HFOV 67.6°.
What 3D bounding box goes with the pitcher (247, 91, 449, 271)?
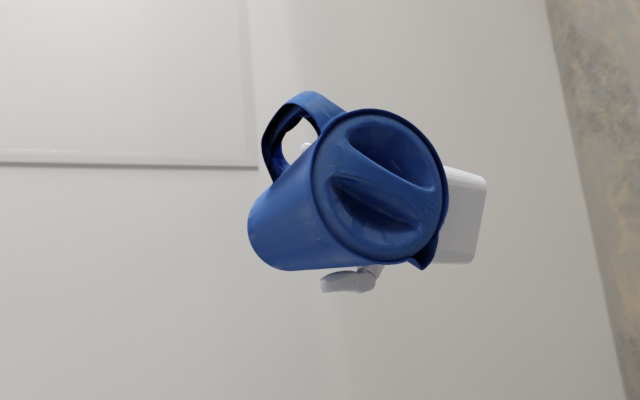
[{"bbox_3d":[0.000,0.002,0.493,0.145,0.149,0.243,9,-16,-23],"label":"pitcher"}]
